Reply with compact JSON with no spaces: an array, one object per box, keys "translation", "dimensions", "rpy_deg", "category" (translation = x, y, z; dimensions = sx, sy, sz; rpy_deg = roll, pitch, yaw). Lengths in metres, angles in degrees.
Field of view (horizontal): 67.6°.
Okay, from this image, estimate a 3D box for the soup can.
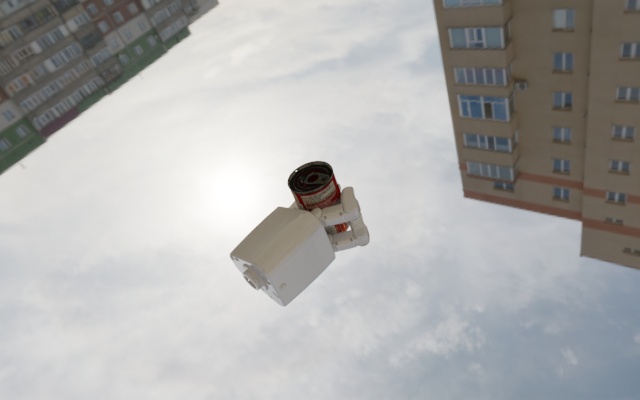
[{"translation":[0.000,0.002,0.701],"dimensions":[0.068,0.102,0.068],"rpy_deg":[-13,40,11],"category":"soup can"}]
